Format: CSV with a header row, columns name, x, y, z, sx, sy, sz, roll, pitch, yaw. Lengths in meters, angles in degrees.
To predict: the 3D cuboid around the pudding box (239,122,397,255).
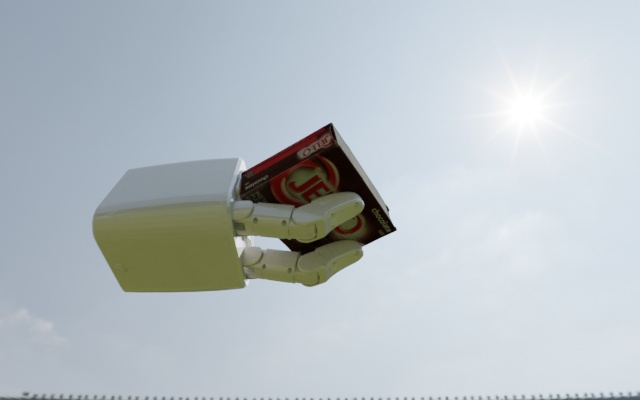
name,x,y,z,sx,sy,sz,roll,pitch,yaw
pudding box,0.000,0.001,0.407,0.090,0.039,0.113,-27,-50,16
